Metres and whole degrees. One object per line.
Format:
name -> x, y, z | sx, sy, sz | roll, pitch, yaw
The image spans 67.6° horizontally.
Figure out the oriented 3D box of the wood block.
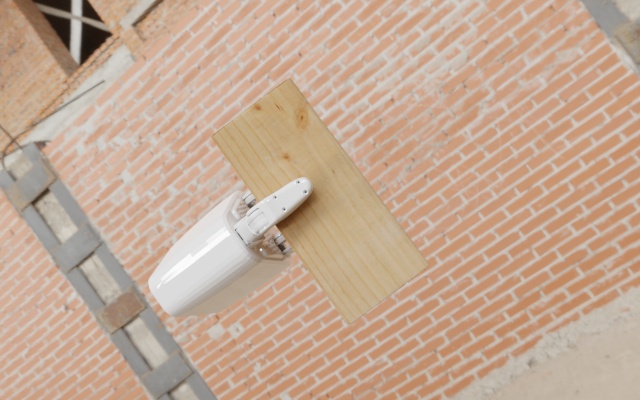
wood block -> 0.000, 0.002, 0.459 | 0.090, 0.206, 0.091 | -37, -2, 0
